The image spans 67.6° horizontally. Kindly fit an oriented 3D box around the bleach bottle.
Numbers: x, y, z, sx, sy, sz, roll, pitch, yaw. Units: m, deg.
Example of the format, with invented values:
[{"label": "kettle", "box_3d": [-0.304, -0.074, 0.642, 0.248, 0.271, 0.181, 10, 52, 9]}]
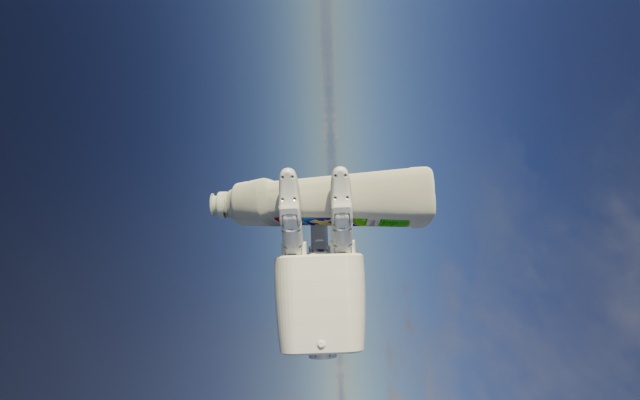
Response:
[{"label": "bleach bottle", "box_3d": [0.000, 0.002, 0.560, 0.251, 0.068, 0.102, -2, -9, 2]}]
